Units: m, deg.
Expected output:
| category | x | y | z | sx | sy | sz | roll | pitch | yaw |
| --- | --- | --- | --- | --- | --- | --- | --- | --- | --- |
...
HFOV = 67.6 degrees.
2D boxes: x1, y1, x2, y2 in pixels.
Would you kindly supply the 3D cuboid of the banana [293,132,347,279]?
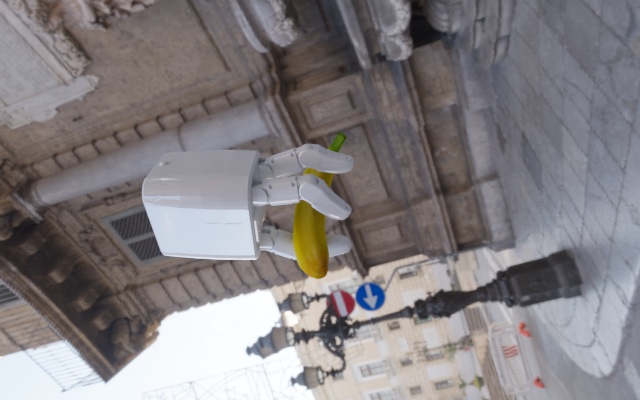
| category | x | y | z | sx | sy | sz | roll | pitch | yaw |
| --- | --- | --- | --- | --- | --- | --- | --- | --- | --- |
| banana | -0.006 | 0.010 | 0.527 | 0.037 | 0.197 | 0.070 | 18 | -40 | -12 |
